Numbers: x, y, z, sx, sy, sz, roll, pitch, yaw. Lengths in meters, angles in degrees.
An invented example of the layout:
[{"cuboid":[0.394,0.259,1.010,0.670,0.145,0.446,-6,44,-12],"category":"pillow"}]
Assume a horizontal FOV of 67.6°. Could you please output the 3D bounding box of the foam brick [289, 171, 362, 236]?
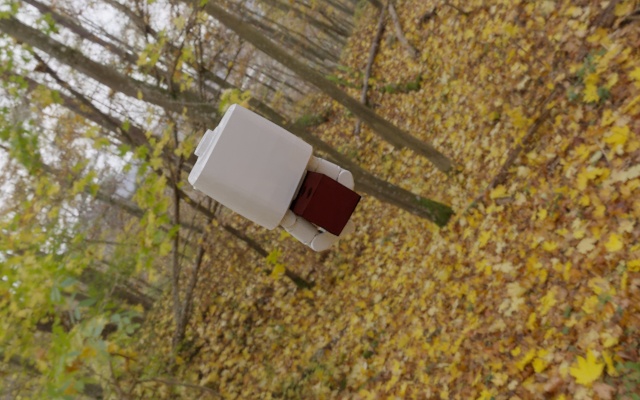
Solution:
[{"cuboid":[0.000,0.002,0.544,0.051,0.053,0.078,31,-4,-19],"category":"foam brick"}]
